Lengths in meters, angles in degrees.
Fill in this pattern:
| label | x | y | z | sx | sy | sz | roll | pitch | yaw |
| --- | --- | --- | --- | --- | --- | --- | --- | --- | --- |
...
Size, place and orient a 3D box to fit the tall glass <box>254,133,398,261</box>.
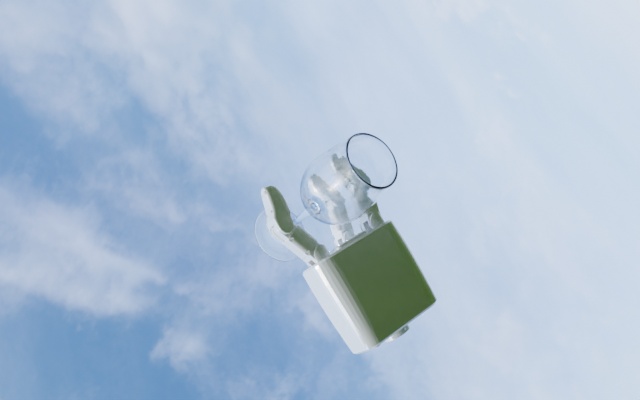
| label | x | y | z | sx | sy | sz | roll | pitch | yaw |
| --- | --- | --- | --- | --- | --- | --- | --- | --- | --- |
| tall glass | 0.000 | 0.002 | 0.536 | 0.079 | 0.079 | 0.201 | 0 | -25 | -34 |
